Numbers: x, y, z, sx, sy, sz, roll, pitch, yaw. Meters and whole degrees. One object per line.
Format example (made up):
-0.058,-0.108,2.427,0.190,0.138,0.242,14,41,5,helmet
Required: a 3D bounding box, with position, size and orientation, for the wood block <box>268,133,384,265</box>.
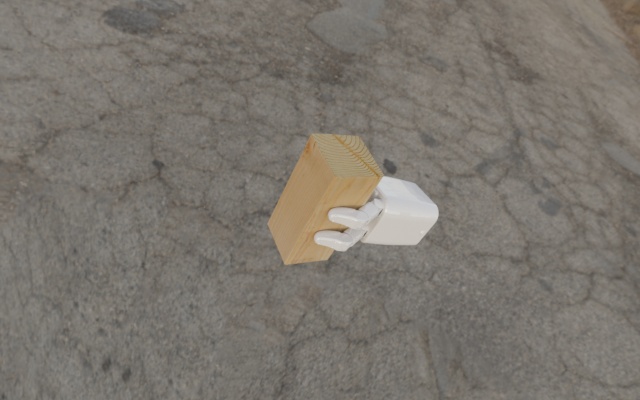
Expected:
0.000,0.002,0.754,0.090,0.090,0.206,-2,-41,-32,wood block
